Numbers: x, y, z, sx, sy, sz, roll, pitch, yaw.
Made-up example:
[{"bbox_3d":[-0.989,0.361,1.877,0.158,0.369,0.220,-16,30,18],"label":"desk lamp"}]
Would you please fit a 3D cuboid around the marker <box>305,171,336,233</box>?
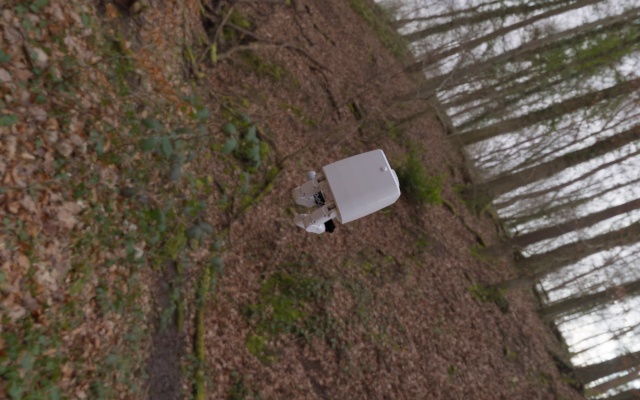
[{"bbox_3d":[0.000,0.003,0.848,0.020,0.121,0.020,-17,-24,-8],"label":"marker"}]
